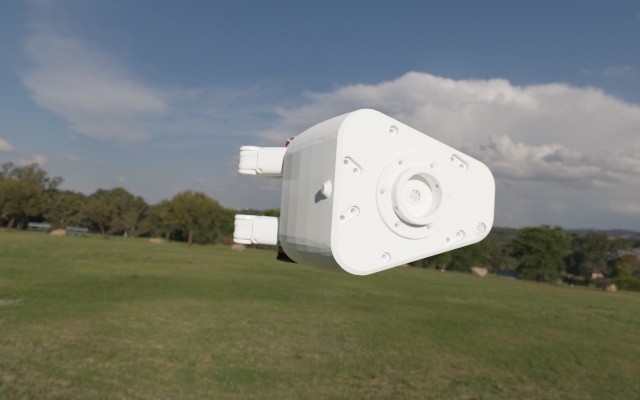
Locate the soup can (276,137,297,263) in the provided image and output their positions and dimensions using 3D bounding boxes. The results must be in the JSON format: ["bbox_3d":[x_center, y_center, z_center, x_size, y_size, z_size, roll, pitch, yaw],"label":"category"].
[{"bbox_3d":[0.000,0.001,0.405,0.068,0.102,0.068,4,-3,0],"label":"soup can"}]
